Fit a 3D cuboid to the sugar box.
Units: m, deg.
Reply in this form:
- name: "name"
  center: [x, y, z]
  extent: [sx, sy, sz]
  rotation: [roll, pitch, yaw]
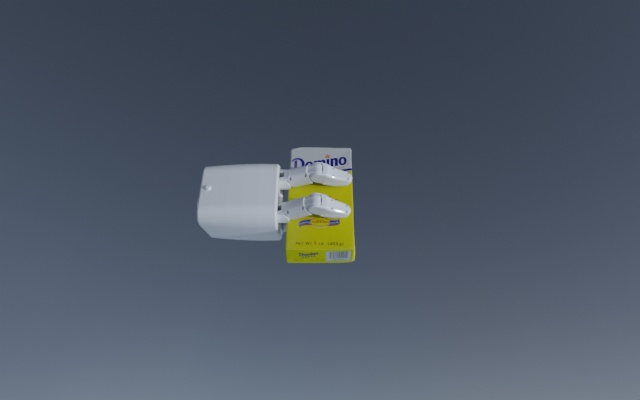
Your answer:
- name: "sugar box"
  center: [0.000, 0.002, 0.677]
  extent: [0.093, 0.176, 0.048]
  rotation: [0, -33, -1]
